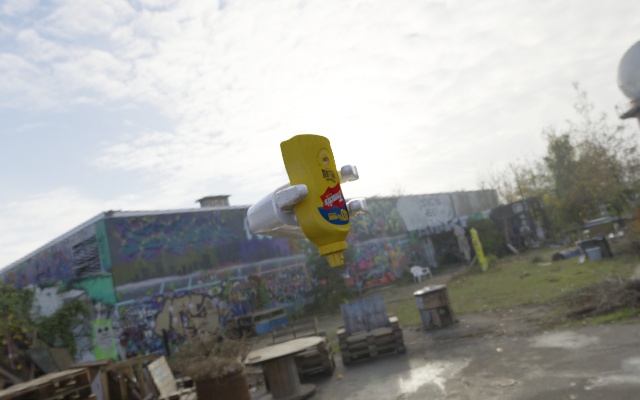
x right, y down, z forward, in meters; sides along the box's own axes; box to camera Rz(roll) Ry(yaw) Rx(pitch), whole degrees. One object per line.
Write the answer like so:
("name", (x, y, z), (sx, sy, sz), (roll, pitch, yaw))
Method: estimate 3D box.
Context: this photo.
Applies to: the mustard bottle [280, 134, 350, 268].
("mustard bottle", (0.000, 0.002, 0.691), (0.058, 0.191, 0.096), (-19, -9, 30))
